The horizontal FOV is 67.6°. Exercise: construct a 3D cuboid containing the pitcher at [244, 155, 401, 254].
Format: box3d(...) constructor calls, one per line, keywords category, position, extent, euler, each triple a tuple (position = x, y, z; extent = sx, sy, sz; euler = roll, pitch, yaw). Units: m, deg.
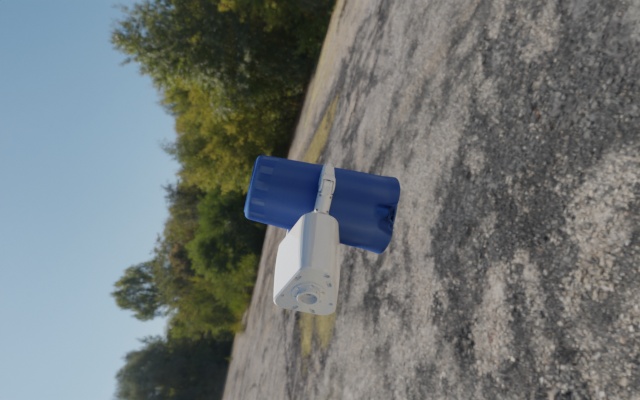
box3d(category="pitcher", position=(0.000, 0.003, 0.807), extent=(0.243, 0.149, 0.145), euler=(13, 42, -8))
